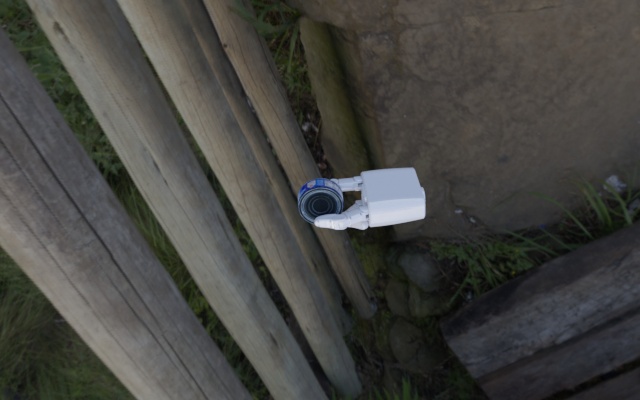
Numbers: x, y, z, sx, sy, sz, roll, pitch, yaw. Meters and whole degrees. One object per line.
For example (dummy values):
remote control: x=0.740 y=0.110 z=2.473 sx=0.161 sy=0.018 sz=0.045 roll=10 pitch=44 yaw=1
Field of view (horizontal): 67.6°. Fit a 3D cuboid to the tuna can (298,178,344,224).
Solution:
tuna can: x=0.000 y=0.003 z=0.890 sx=0.086 sy=0.086 sz=0.033 roll=0 pitch=33 yaw=-2
